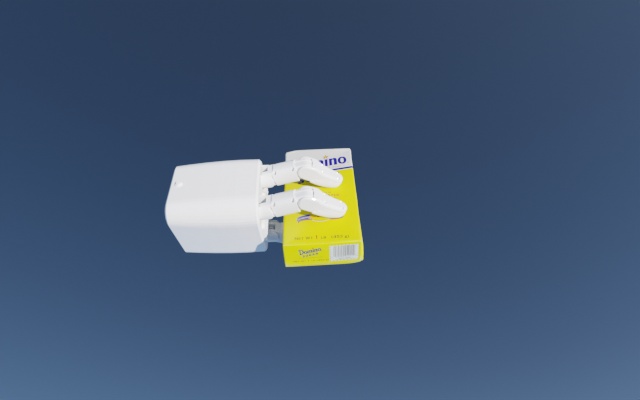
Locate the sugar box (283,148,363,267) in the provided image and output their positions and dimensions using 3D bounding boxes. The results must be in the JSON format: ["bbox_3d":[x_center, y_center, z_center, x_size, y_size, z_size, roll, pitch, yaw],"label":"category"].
[{"bbox_3d":[0.000,0.002,0.609,0.093,0.176,0.048,-3,-45,-1],"label":"sugar box"}]
